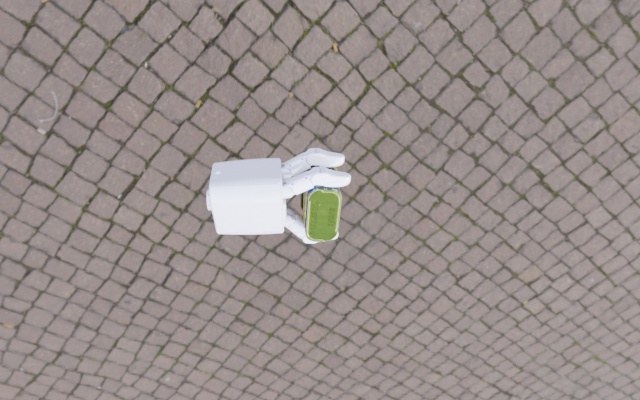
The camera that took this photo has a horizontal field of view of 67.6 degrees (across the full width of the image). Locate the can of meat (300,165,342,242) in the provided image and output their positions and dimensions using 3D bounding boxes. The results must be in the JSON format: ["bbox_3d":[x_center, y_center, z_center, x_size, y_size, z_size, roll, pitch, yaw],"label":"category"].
[{"bbox_3d":[0.000,0.003,0.754,0.057,0.102,0.084,0,33,-7],"label":"can of meat"}]
